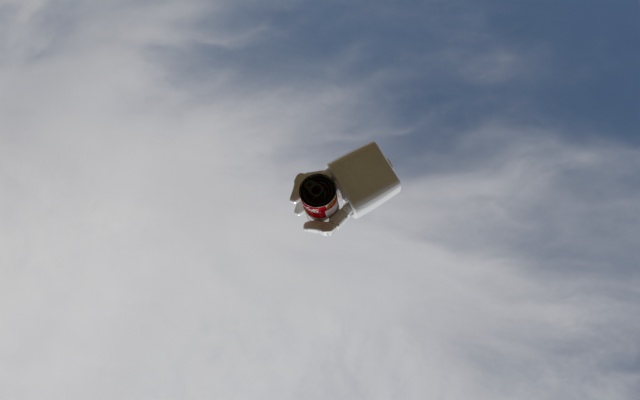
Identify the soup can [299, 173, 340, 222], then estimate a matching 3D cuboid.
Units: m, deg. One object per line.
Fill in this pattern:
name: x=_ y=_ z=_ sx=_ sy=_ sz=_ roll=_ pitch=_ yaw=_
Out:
soup can: x=0.000 y=0.003 z=0.895 sx=0.068 sy=0.068 sz=0.102 roll=0 pitch=-25 yaw=7
